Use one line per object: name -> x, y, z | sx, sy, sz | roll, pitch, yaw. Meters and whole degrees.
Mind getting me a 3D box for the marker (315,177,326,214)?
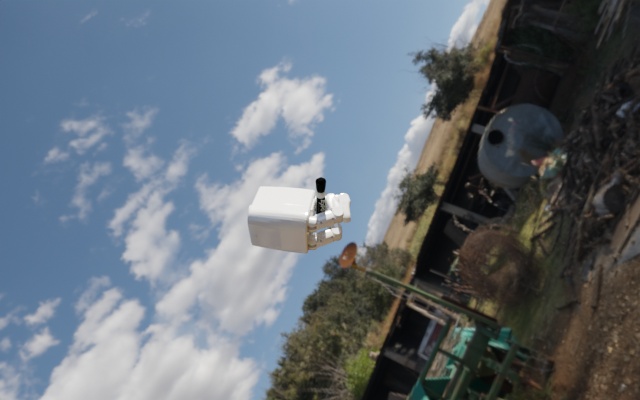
marker -> 0.000, 0.003, 0.861 | 0.020, 0.020, 0.121 | 0, -41, -1
